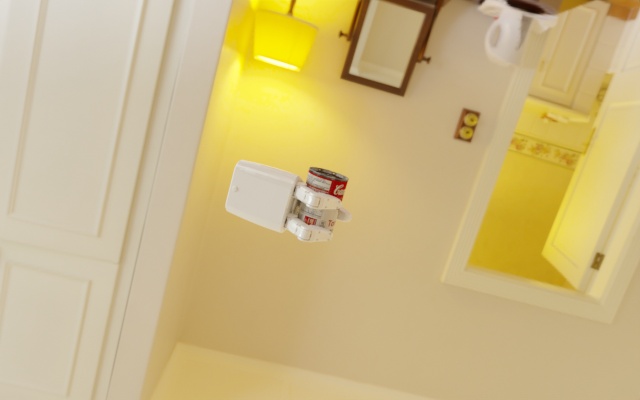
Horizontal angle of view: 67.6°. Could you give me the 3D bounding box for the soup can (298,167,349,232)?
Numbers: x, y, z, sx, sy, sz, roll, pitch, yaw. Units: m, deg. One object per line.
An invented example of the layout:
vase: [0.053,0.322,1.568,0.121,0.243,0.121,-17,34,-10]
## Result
soup can: [0.001,0.003,0.792,0.068,0.102,0.068,16,12,-3]
